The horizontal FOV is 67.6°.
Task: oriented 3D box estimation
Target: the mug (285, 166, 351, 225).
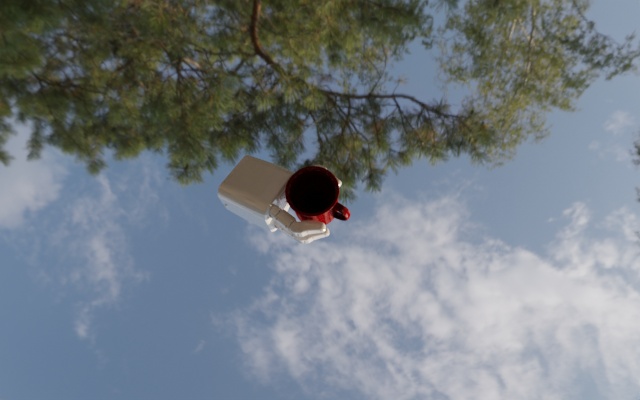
[{"bbox_3d":[0.001,0.003,0.841,0.117,0.093,0.081,24,-17,14],"label":"mug"}]
